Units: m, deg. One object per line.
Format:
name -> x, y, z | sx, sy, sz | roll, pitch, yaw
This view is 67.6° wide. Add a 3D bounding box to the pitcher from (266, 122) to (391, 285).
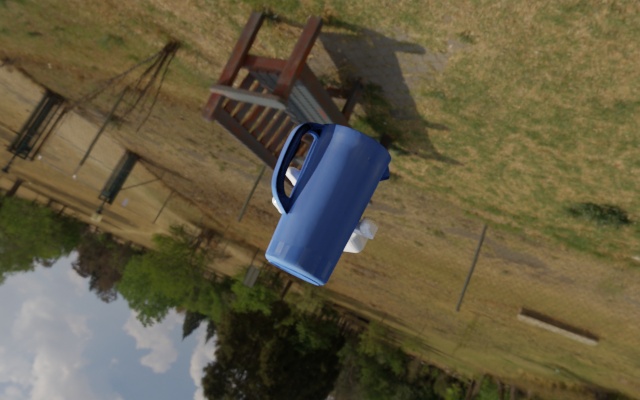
pitcher -> 0.000, 0.003, 0.772 | 0.149, 0.242, 0.145 | 21, -13, 20
